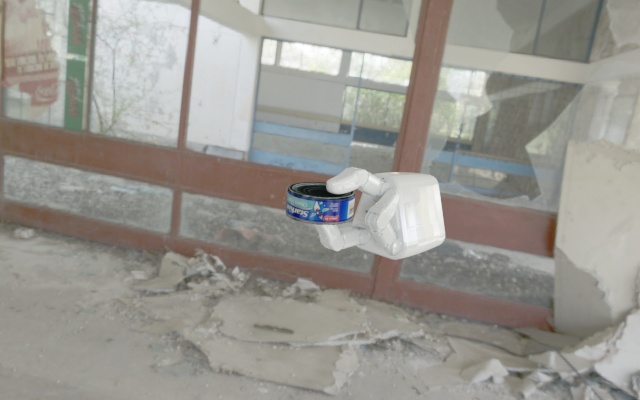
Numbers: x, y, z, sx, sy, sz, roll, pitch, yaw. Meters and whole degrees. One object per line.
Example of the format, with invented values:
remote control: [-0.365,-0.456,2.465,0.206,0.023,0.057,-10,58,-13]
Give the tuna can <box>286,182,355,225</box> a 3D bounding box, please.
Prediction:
tuna can: [0.000,0.001,0.599,0.086,0.034,0.086,4,15,-1]
